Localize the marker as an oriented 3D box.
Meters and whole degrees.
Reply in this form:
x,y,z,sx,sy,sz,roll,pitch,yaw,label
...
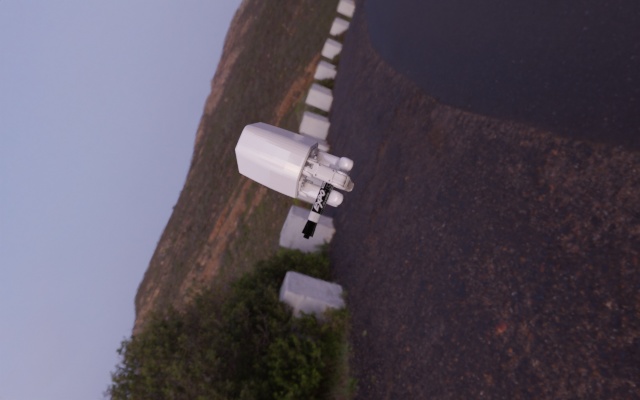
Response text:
x,y,z,sx,sy,sz,roll,pitch,yaw,label
0.000,0.002,0.736,0.020,0.121,0.020,22,-4,2,marker
